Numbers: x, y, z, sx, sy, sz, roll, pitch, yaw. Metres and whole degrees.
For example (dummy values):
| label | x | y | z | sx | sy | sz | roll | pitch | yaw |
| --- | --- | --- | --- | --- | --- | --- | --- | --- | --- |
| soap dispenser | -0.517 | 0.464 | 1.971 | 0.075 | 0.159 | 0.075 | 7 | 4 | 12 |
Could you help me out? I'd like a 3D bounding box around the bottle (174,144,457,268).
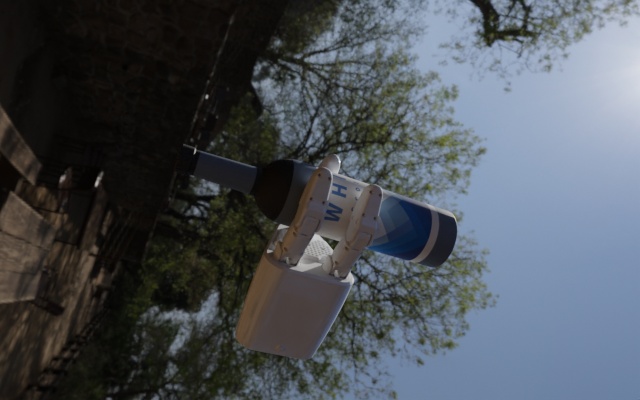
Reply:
| label | x | y | z | sx | sy | sz | roll | pitch | yaw |
| --- | --- | --- | --- | --- | --- | --- | --- | --- | --- |
| bottle | 0.000 | 0.002 | 0.492 | 0.296 | 0.069 | 0.069 | 17 | -6 | -18 |
